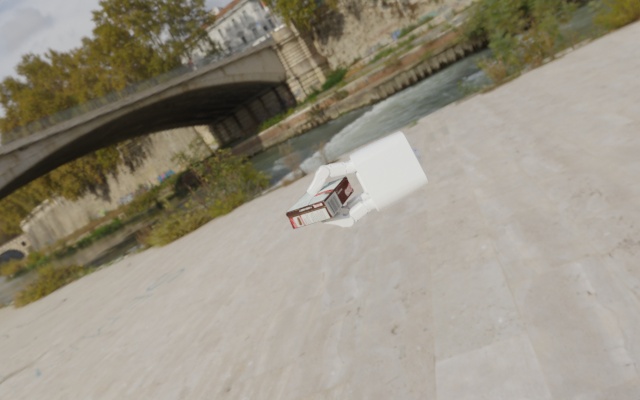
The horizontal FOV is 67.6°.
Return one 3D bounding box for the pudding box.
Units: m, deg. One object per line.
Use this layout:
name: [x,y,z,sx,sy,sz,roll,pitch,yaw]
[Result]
pudding box: [0.000,0.003,0.884,0.090,0.039,0.113,-19,15,32]
